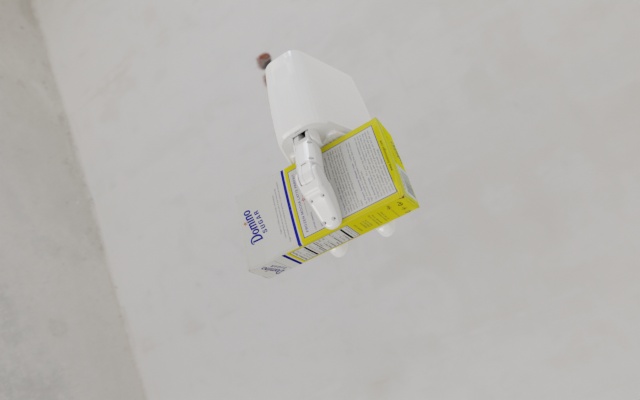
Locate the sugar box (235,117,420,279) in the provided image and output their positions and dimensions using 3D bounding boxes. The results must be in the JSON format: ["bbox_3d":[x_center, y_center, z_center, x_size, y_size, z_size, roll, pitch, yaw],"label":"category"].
[{"bbox_3d":[0.000,0.002,0.481,0.176,0.093,0.048,-28,-32,22],"label":"sugar box"}]
